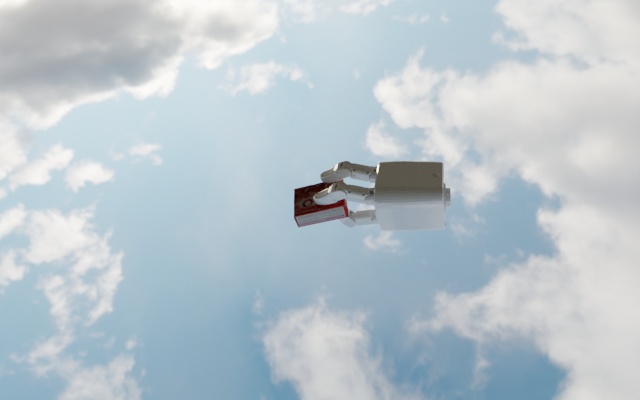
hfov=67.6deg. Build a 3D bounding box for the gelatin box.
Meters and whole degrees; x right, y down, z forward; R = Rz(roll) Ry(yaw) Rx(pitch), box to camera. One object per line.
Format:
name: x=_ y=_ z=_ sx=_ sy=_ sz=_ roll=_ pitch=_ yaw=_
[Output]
gelatin box: x=0.000 y=0.003 z=0.806 sx=0.089 sy=0.030 sz=0.073 roll=-13 pitch=40 yaw=8
